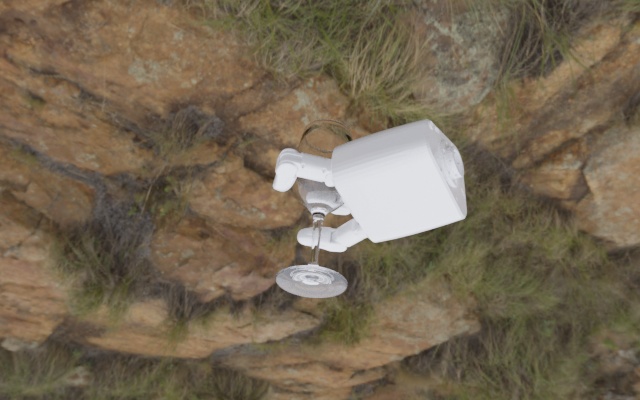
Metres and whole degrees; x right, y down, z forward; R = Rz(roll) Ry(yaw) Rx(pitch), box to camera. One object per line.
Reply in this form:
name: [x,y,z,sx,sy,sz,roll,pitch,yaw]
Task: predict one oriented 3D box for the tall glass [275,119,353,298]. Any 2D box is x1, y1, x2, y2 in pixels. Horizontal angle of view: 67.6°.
tall glass: [0.000,0.002,0.540,0.079,0.201,0.079,4,-34,3]
